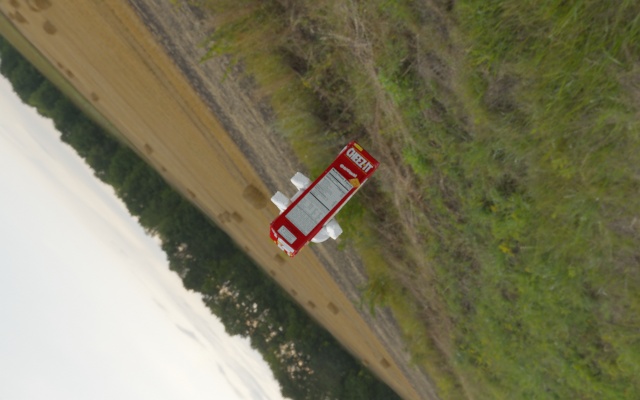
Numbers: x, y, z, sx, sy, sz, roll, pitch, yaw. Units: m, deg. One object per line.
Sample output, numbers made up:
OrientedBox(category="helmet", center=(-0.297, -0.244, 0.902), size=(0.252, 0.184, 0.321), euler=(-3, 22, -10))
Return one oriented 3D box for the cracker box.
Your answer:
OrientedBox(category="cracker box", center=(0.000, 0.003, 0.880), size=(0.072, 0.213, 0.164), euler=(43, -11, 3))
